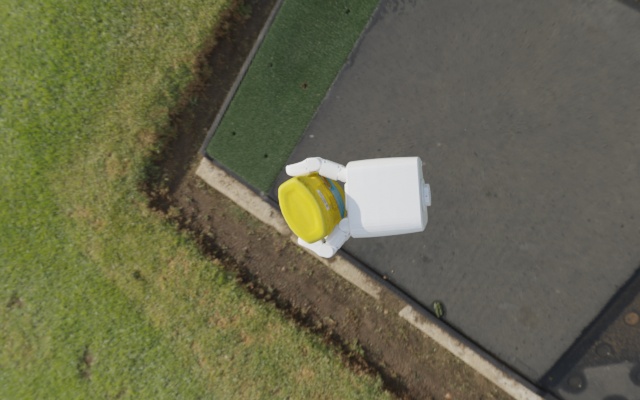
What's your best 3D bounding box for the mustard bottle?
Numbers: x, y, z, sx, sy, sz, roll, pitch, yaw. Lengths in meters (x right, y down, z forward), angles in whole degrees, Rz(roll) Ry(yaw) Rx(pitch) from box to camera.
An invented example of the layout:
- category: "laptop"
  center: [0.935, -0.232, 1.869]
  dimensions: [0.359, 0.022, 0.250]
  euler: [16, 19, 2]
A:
- category: "mustard bottle"
  center: [0.000, 0.003, 0.754]
  dimensions: [0.058, 0.096, 0.191]
  euler: [-30, -1, 18]
